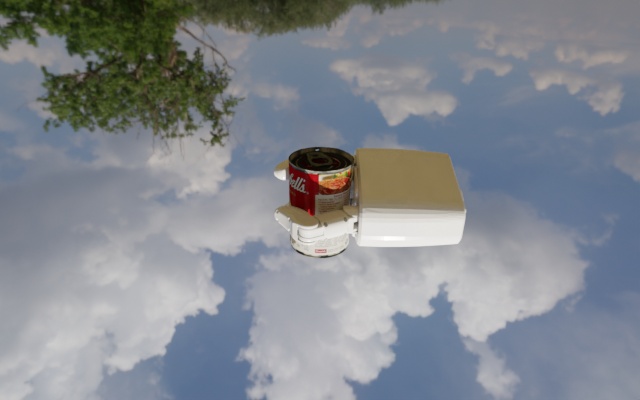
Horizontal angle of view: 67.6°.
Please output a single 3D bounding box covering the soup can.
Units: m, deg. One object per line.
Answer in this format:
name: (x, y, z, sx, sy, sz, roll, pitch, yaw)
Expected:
soup can: (0.000, 0.002, 0.512, 0.068, 0.102, 0.068, 1, 27, -1)
